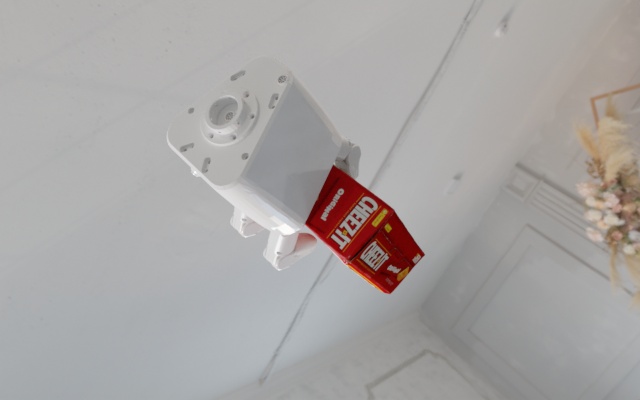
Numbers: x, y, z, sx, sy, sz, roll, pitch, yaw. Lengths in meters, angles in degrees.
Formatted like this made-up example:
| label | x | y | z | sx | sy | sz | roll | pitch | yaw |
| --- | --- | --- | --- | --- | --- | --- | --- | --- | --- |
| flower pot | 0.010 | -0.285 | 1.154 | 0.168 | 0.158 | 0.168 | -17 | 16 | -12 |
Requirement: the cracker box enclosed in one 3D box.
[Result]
| label | x | y | z | sx | sy | sz | roll | pitch | yaw |
| --- | --- | --- | --- | --- | --- | --- | --- | --- | --- |
| cracker box | 0.000 | 0.001 | 0.530 | 0.213 | 0.072 | 0.164 | 40 | -2 | 30 |
